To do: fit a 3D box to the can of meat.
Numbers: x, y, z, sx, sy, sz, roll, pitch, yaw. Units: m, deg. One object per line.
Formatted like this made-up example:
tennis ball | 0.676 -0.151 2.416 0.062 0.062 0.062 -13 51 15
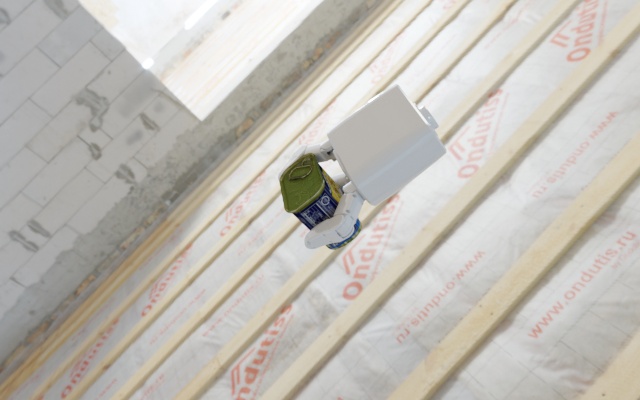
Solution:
can of meat | 0.000 0.002 0.590 0.057 0.084 0.102 -37 30 12
